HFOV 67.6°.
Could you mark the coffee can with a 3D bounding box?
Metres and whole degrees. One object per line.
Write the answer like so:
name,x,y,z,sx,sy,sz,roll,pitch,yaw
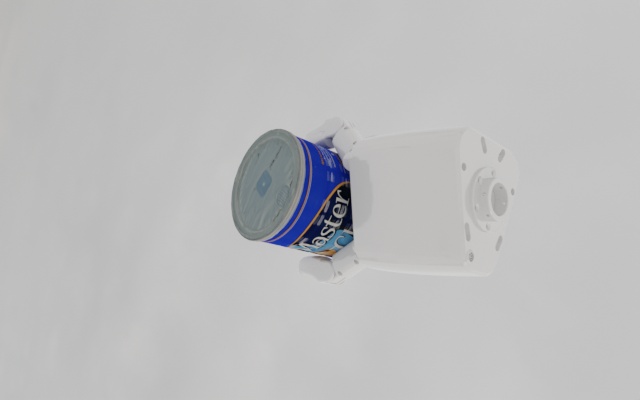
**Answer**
coffee can,0.000,0.002,0.466,0.140,0.103,0.103,18,-11,-39
